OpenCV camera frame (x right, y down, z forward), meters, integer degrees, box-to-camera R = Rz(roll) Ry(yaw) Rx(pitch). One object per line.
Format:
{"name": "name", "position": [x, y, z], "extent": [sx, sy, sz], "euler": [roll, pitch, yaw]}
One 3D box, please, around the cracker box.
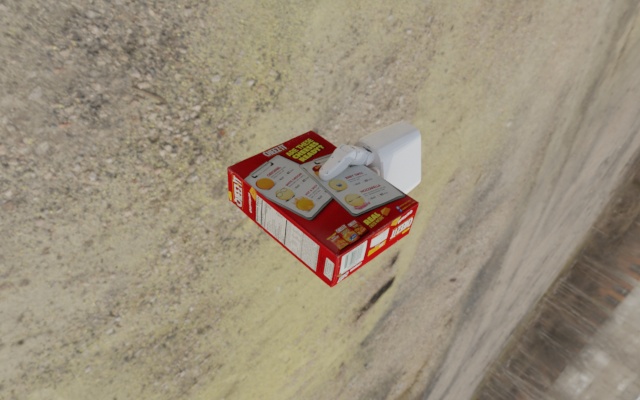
{"name": "cracker box", "position": [0.000, 0.002, 0.665], "extent": [0.213, 0.072, 0.164], "euler": [37, 48, 29]}
